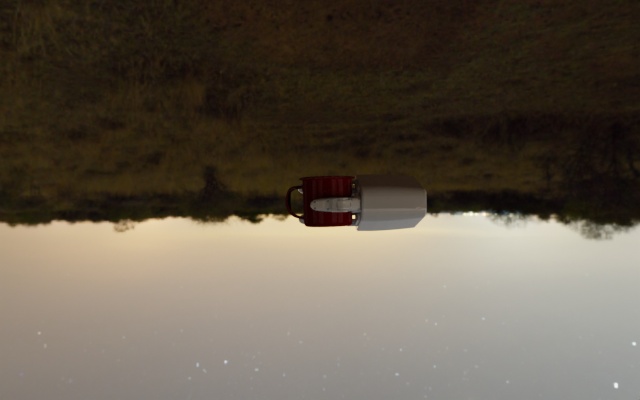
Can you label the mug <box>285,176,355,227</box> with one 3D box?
[{"bbox_3d":[-0.001,0.003,0.794,0.117,0.081,0.093,-2,0,-1],"label":"mug"}]
